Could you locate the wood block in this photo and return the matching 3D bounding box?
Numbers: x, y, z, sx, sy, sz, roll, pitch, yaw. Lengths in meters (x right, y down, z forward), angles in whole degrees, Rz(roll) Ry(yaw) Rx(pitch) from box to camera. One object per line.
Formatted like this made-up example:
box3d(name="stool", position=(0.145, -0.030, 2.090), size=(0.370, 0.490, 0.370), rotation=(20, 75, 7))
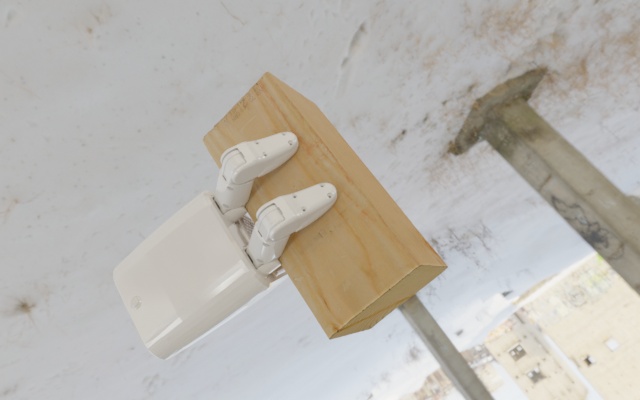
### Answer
box3d(name="wood block", position=(0.000, 0.002, 0.409), size=(0.090, 0.206, 0.091), rotation=(-42, -24, 14))
